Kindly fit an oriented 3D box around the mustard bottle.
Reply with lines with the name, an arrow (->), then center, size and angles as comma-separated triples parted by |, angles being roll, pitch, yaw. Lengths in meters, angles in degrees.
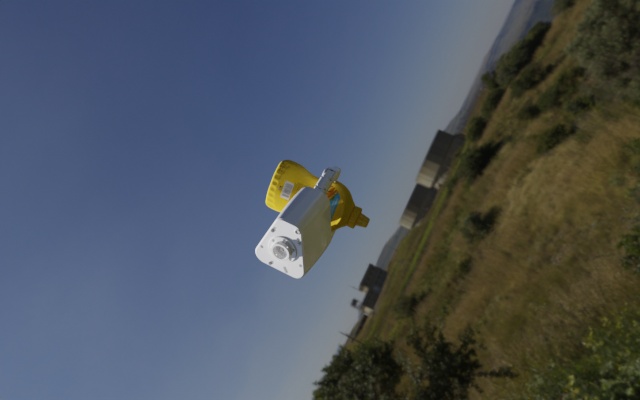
mustard bottle -> 0.000, 0.003, 0.879 | 0.191, 0.096, 0.058 | 24, 12, 11
